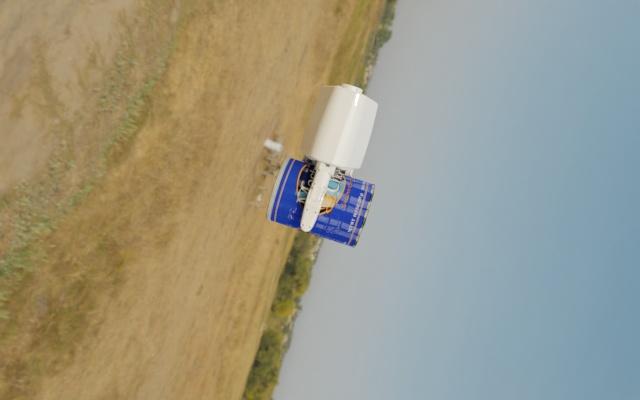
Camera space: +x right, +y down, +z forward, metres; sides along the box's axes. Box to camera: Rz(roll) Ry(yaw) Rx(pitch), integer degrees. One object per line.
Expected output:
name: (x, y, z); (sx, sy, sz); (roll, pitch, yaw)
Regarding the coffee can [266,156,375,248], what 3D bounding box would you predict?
coffee can: (0.000, 0.003, 0.726); (0.140, 0.103, 0.103); (18, 0, 1)
